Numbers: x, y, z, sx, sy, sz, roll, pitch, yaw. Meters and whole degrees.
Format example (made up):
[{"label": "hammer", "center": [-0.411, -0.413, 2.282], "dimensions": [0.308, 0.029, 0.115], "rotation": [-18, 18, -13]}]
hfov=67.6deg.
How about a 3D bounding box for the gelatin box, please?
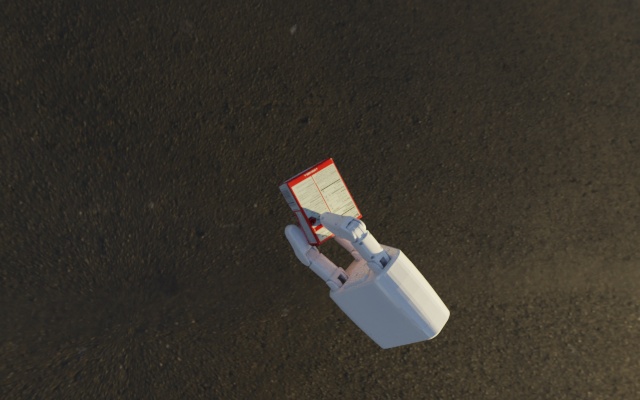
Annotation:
[{"label": "gelatin box", "center": [0.000, 0.002, 0.603], "dimensions": [0.073, 0.089, 0.030], "rotation": [-32, 9, -27]}]
